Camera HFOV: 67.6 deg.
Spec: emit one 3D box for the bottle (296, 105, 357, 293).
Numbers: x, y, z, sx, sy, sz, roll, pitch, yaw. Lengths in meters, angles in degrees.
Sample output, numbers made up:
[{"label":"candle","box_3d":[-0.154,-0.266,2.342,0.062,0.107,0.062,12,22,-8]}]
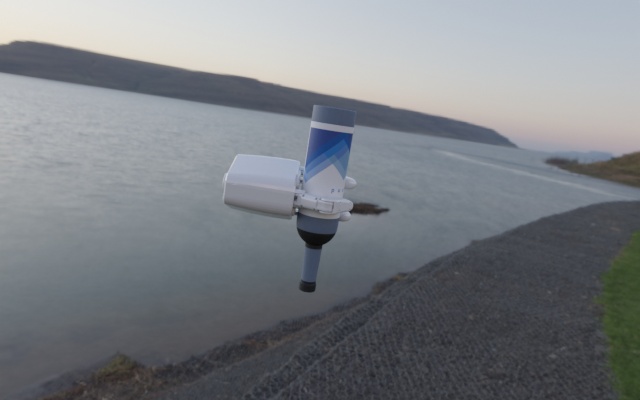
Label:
[{"label":"bottle","box_3d":[0.000,0.002,0.754,0.069,0.296,0.069,9,10,-2]}]
